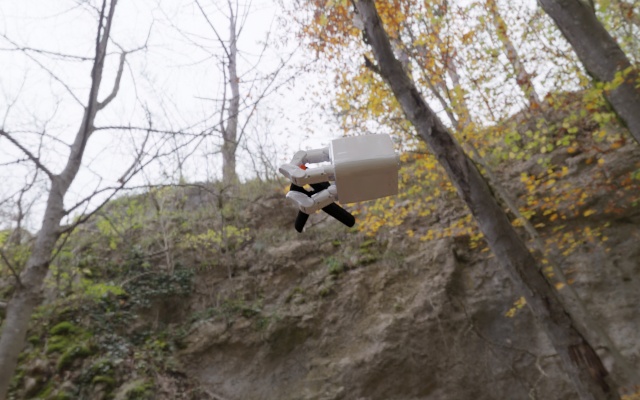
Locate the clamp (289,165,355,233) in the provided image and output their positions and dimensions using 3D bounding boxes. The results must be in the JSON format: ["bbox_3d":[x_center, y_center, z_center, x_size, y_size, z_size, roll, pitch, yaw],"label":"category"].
[{"bbox_3d":[0.000,0.002,0.883,0.120,0.039,0.172,-6,-39,4],"label":"clamp"}]
